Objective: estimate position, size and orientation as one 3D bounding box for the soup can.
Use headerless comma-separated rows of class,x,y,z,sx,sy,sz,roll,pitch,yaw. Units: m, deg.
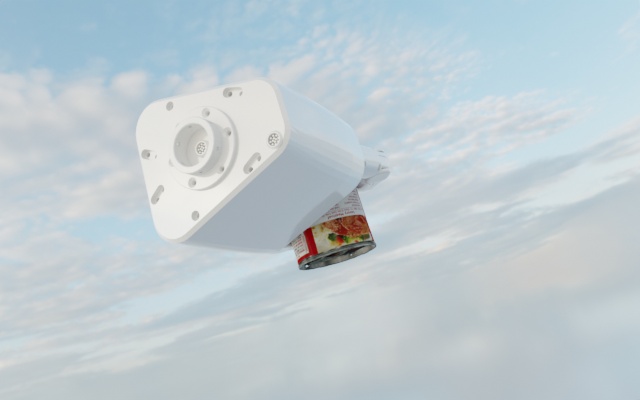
soup can,0.000,0.001,0.411,0.068,0.102,0.068,-16,-15,-4
